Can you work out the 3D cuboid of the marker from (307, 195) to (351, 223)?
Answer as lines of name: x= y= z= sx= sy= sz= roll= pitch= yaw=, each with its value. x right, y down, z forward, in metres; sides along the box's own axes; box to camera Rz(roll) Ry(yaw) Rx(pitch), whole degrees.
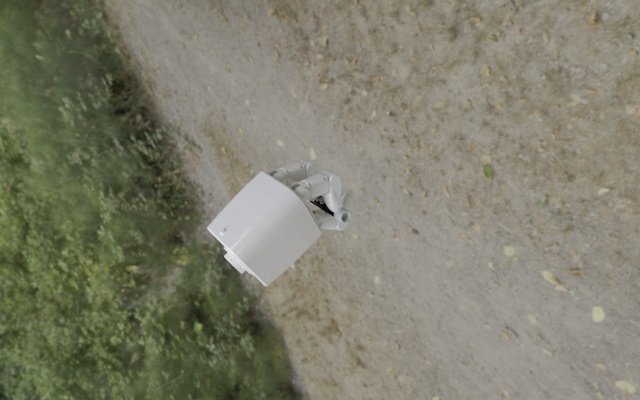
marker: x=0.000 y=0.002 z=0.686 sx=0.020 sy=0.020 sz=0.121 roll=0 pitch=20 yaw=-37
